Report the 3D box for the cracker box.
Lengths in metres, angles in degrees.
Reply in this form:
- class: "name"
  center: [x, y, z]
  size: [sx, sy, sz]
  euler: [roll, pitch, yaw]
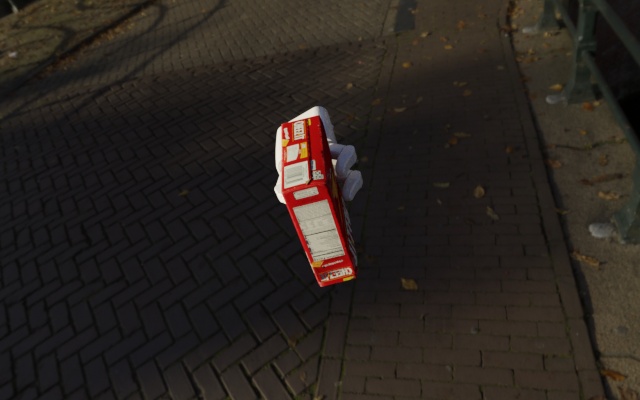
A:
- class: "cracker box"
  center: [0.000, 0.002, 0.746]
  size: [0.072, 0.214, 0.164]
  euler: [-13, 42, 7]
